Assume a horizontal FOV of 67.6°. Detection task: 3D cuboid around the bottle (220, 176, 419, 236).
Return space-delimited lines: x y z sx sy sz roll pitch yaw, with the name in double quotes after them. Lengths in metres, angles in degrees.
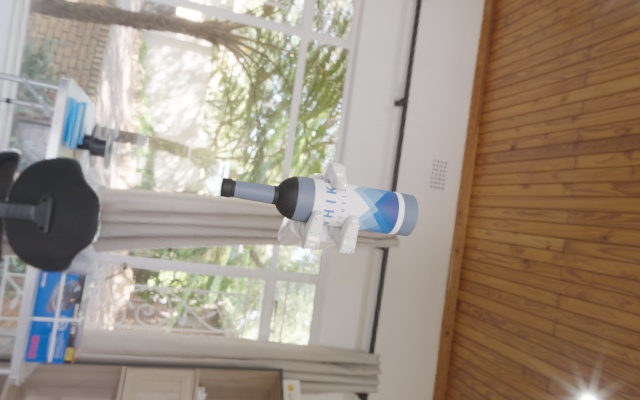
0.000 0.002 0.716 0.296 0.069 0.069 9 -3 -16 "bottle"
